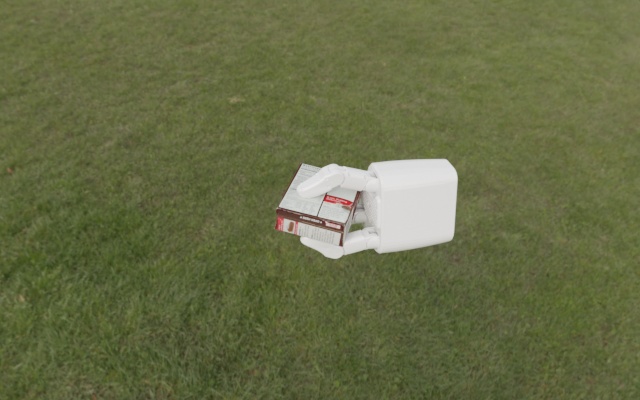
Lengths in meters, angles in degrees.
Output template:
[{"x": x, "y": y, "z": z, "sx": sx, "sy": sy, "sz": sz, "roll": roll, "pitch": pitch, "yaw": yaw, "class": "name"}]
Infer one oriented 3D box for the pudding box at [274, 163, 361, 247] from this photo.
[{"x": 0.000, "y": 0.002, "z": 0.616, "sx": 0.090, "sy": 0.039, "sz": 0.113, "roll": 13, "pitch": 36, "yaw": 8, "class": "pudding box"}]
